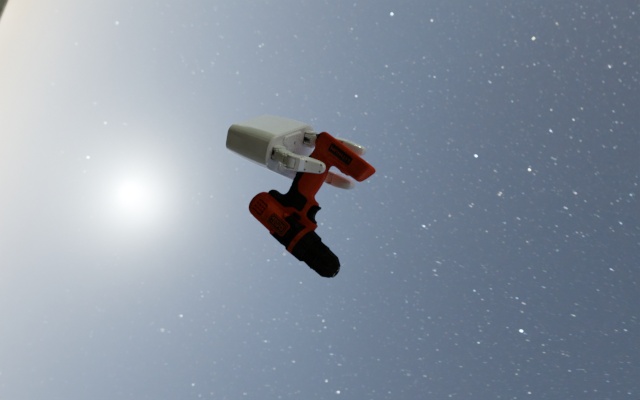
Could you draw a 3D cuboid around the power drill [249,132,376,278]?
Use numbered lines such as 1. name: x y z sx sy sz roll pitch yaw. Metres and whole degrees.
1. power drill: 0.000 0.002 0.748 0.184 0.187 0.057 40 5 15
